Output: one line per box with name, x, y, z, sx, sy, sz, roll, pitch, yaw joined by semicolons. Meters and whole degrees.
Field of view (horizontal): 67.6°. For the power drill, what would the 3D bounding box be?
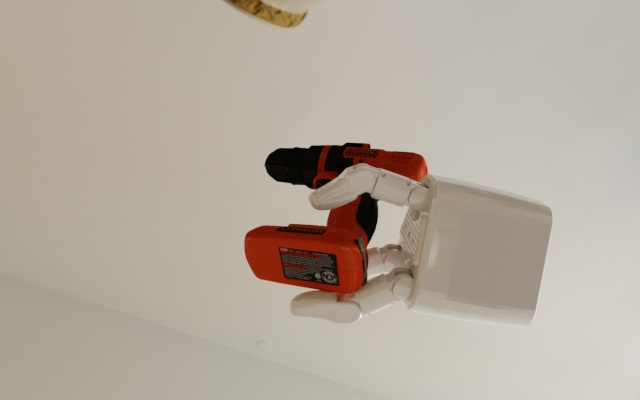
power drill;0.000;0.002;0.470;0.184;0.057;0.187;4;36;22
